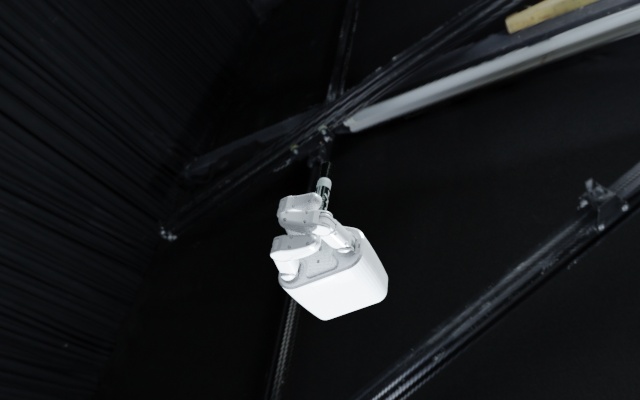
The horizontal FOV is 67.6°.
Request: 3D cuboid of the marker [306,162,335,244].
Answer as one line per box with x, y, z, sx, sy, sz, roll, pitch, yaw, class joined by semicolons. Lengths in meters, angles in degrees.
0.000;0.002;0.574;0.020;0.121;0.020;8;-35;5;marker
